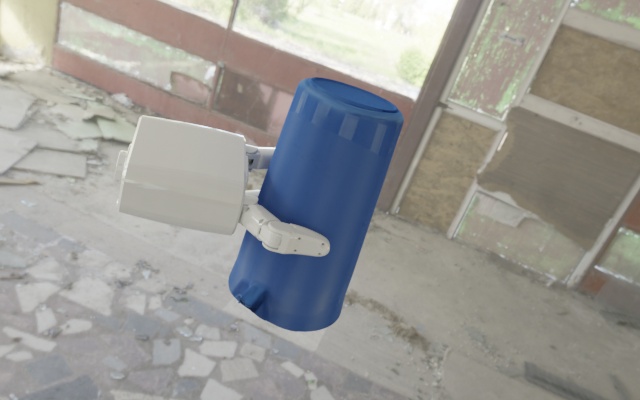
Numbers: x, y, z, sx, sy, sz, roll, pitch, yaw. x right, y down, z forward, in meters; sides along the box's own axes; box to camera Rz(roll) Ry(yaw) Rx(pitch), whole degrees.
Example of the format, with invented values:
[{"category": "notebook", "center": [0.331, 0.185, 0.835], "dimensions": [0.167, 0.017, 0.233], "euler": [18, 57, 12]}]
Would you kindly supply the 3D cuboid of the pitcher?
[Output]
[{"category": "pitcher", "center": [0.000, 0.002, 0.509], "dimensions": [0.145, 0.243, 0.149], "euler": [12, 24, -19]}]
